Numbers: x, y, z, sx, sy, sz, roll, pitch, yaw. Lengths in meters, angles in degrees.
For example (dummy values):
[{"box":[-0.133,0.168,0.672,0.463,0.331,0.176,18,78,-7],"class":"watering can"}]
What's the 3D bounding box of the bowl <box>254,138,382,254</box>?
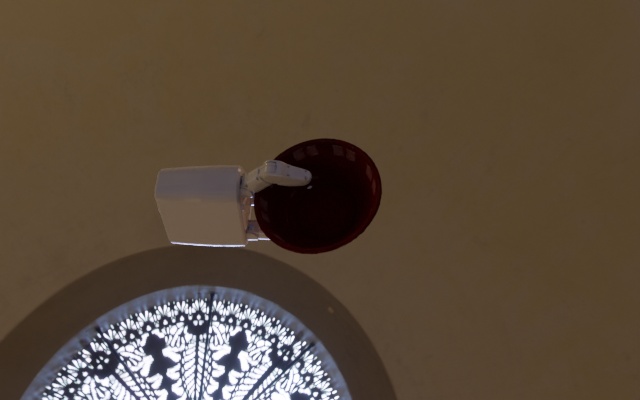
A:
[{"box":[0.001,0.002,0.606,0.162,0.162,0.055,0,-28,15],"class":"bowl"}]
